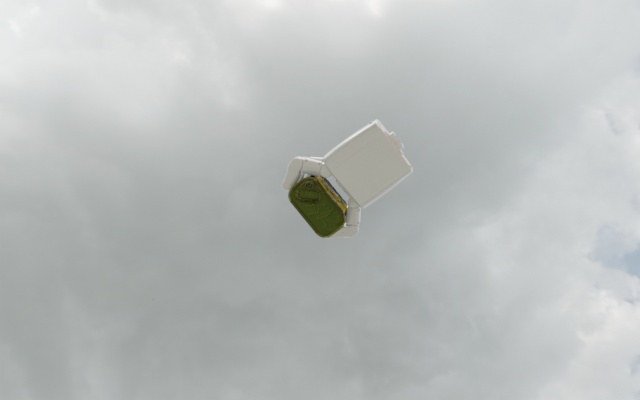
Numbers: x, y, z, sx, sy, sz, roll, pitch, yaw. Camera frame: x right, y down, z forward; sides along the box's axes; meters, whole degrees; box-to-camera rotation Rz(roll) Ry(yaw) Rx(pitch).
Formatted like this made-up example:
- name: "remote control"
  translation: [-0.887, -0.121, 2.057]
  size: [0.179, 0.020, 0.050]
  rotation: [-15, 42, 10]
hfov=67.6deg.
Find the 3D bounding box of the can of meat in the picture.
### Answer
- name: "can of meat"
  translation: [0.000, 0.003, 0.803]
  size: [0.057, 0.102, 0.084]
  rotation: [-38, 5, 15]
